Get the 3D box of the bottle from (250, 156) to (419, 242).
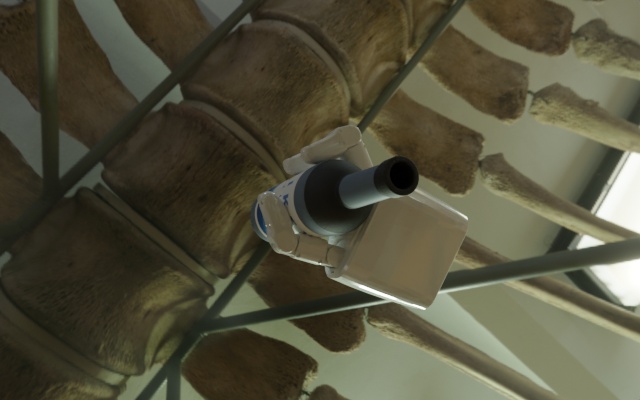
[{"bbox_3d":[0.000,0.001,0.454,0.069,0.069,0.296,0,-7,-22],"label":"bottle"}]
